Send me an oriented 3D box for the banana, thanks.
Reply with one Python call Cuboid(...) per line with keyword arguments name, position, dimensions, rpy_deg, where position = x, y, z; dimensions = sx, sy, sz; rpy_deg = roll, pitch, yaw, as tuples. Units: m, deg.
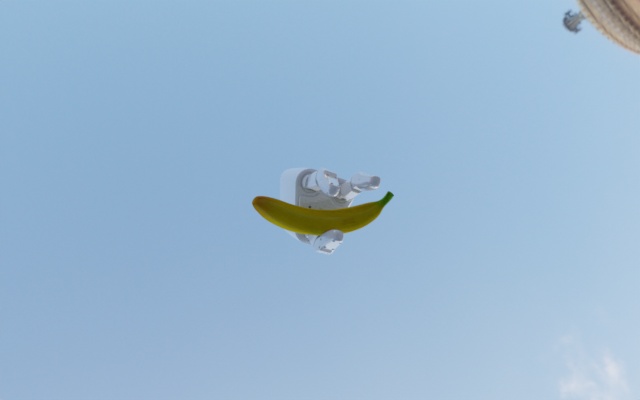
Cuboid(name="banana", position=(0.002, 0.019, 0.664), dimensions=(0.198, 0.070, 0.037), rpy_deg=(-4, 27, -17))
